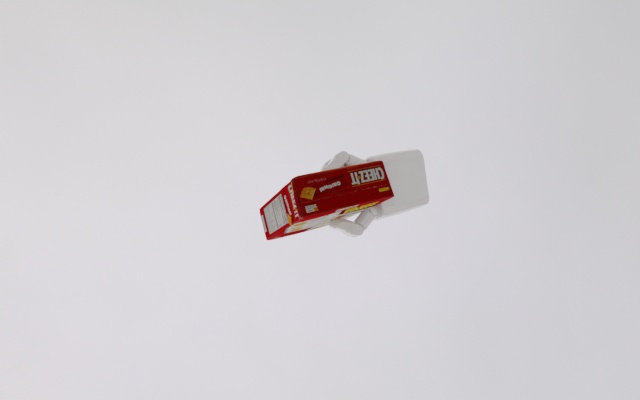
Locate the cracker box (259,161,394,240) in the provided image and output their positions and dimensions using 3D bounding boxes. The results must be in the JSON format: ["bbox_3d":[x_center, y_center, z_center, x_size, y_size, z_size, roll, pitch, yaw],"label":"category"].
[{"bbox_3d":[0.000,0.003,0.824,0.164,0.072,0.214,-13,-8,-23],"label":"cracker box"}]
